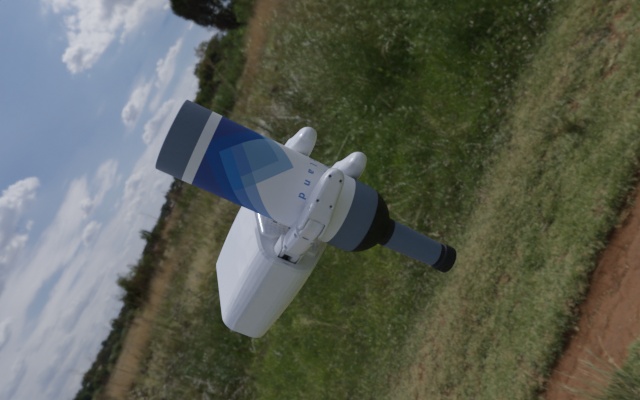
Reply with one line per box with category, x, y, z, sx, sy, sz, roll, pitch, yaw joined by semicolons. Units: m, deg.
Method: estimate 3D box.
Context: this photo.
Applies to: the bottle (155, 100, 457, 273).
bottle;0.000;0.001;0.450;0.296;0.069;0.069;25;-6;-14
